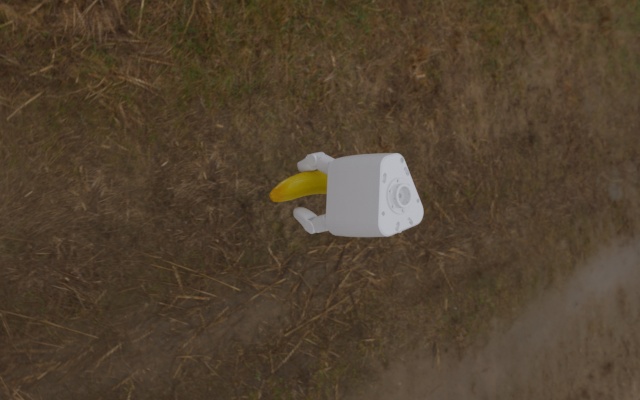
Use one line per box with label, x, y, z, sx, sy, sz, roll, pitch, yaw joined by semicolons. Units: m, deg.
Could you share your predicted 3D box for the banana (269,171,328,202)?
banana;0.006;-0.015;0.780;0.198;0.069;0.037;14;-4;-39
